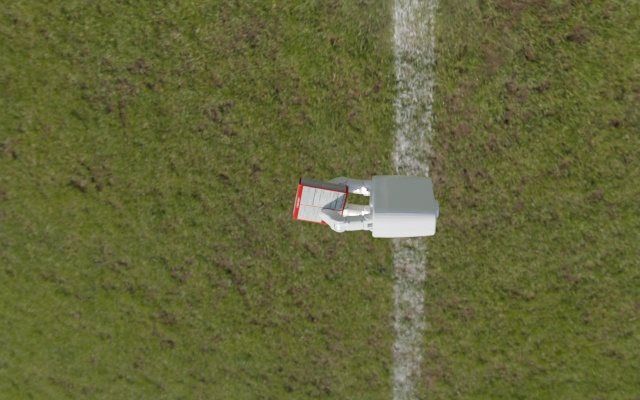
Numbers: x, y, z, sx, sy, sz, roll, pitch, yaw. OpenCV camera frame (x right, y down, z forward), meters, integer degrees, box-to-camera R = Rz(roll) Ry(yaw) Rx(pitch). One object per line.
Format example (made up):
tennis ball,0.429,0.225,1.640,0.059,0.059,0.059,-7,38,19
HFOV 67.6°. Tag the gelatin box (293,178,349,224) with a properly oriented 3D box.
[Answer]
gelatin box,0.000,0.003,0.854,0.089,0.073,0.030,9,31,-5
